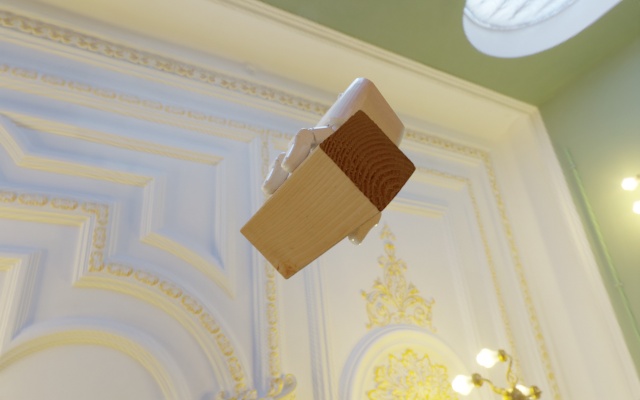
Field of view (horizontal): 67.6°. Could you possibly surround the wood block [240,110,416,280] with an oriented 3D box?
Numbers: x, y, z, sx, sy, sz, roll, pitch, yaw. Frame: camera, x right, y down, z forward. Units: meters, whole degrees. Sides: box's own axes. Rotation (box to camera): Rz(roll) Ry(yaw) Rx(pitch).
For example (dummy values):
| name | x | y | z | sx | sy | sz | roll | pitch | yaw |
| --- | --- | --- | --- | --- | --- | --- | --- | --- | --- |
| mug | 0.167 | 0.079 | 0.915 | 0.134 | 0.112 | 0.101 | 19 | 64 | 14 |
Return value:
| name | x | y | z | sx | sy | sz | roll | pitch | yaw |
| --- | --- | --- | --- | --- | --- | --- | --- | --- | --- |
| wood block | 0.000 | 0.002 | 0.558 | 0.090 | 0.091 | 0.206 | -46 | 2 | -41 |
